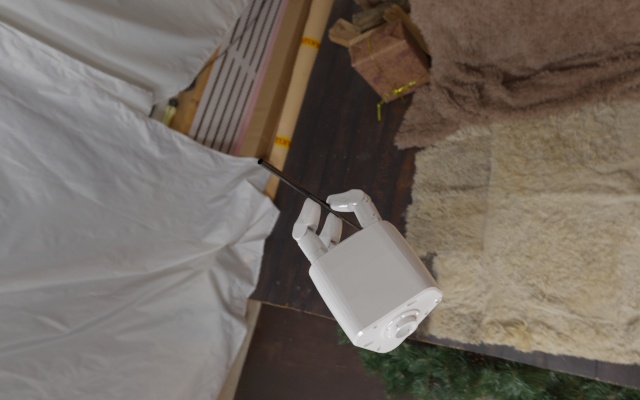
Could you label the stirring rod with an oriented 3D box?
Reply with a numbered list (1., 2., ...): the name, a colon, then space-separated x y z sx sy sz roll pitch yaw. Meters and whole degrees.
1. stirring rod: 0.000 0.002 0.610 0.011 0.011 0.240 0 -22 36
